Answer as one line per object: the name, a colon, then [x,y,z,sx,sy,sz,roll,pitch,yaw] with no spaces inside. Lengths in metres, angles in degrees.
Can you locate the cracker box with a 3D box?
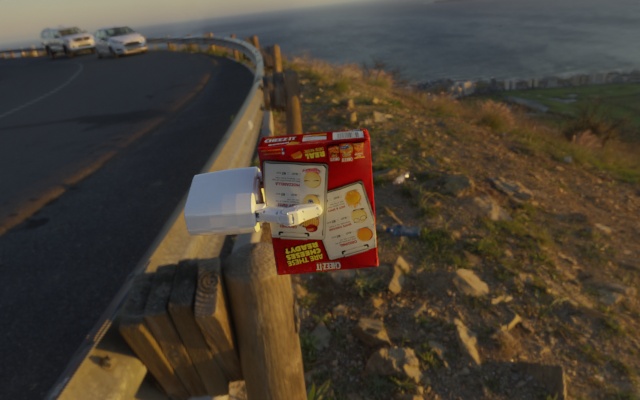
cracker box: [0.000,0.002,0.745,0.164,0.214,0.072,-5,23,3]
